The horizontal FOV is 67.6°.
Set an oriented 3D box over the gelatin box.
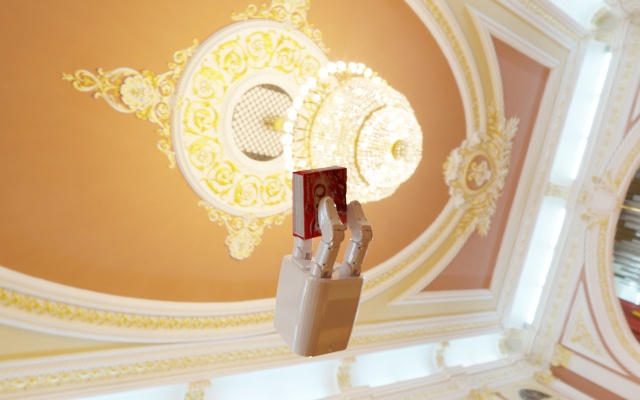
[{"bbox_3d":[0.000,0.002,0.627,0.073,0.089,0.030,-10,16,-37],"label":"gelatin box"}]
